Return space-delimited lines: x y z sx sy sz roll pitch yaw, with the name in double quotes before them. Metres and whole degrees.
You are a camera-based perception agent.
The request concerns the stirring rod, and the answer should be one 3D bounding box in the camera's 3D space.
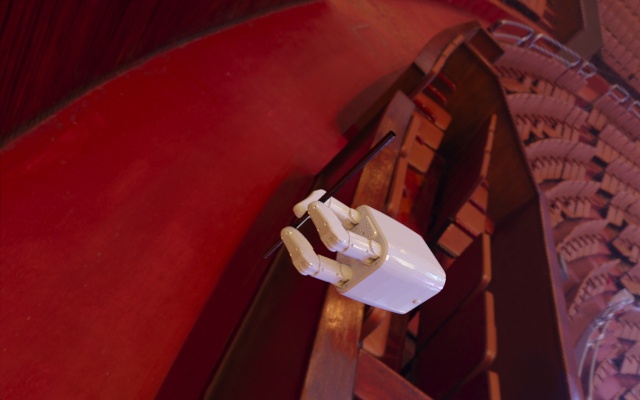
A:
"stirring rod" 0.000 0.002 0.543 0.011 0.011 0.240 0 -35 -47
